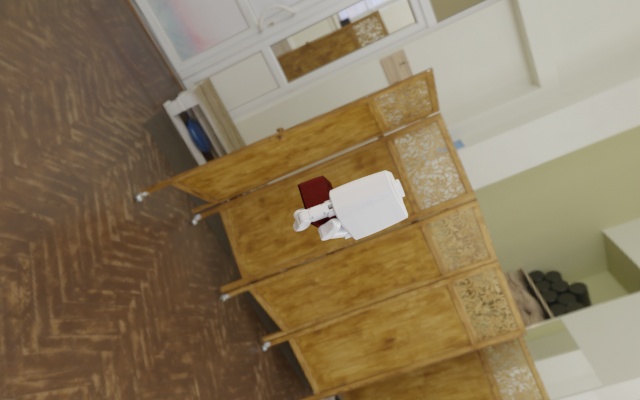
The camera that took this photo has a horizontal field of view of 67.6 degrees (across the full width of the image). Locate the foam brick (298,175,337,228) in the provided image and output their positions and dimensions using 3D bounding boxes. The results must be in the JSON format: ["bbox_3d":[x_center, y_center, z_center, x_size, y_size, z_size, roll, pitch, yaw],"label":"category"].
[{"bbox_3d":[0.000,0.003,0.864,0.051,0.078,0.053,-23,-20,14],"label":"foam brick"}]
